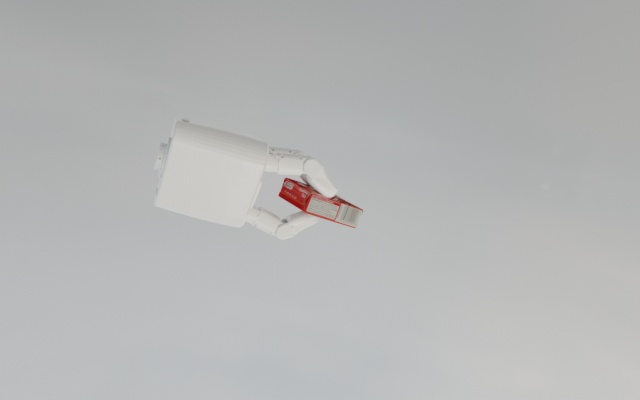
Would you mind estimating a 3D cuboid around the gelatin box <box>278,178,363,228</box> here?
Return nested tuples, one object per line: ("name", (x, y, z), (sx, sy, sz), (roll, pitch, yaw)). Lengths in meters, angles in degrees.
("gelatin box", (0.000, 0.003, 0.626), (0.089, 0.030, 0.073), (19, 6, -34))
